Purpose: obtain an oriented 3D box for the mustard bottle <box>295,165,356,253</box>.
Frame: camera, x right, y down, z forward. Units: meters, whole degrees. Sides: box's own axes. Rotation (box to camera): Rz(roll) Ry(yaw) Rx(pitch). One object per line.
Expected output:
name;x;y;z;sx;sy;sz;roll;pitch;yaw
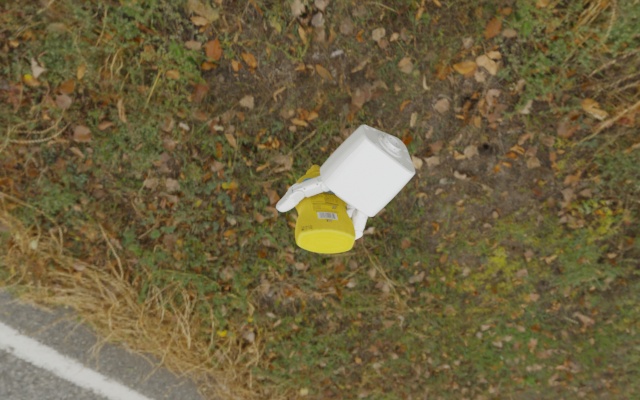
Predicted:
mustard bottle;0.000;0.003;0.829;0.096;0.058;0.191;4;42;-12
